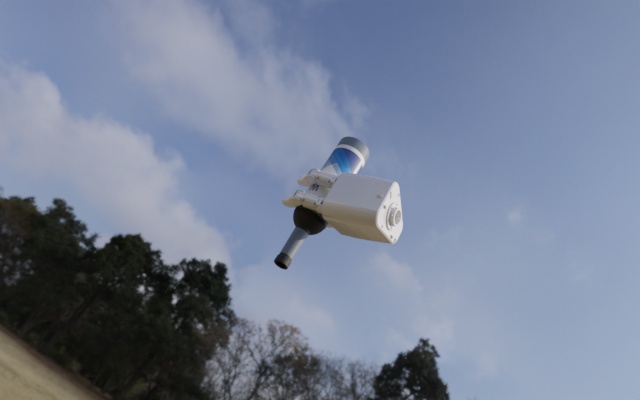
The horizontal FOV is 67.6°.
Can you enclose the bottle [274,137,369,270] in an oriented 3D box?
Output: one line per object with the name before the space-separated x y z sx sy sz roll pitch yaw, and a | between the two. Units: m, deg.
bottle | 0.000 0.003 0.887 0.069 0.295 0.069 23 -32 15
